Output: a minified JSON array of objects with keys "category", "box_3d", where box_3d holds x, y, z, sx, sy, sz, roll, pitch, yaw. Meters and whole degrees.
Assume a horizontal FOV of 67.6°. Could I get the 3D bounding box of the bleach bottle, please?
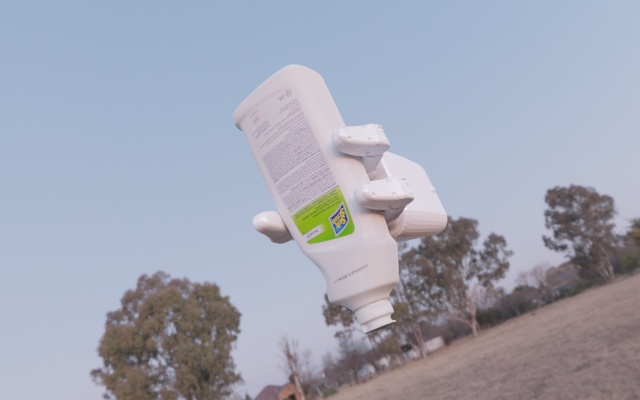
[{"category":"bleach bottle","box_3d":[0.000,0.001,0.445,0.102,0.250,0.068,-34,-24,31]}]
